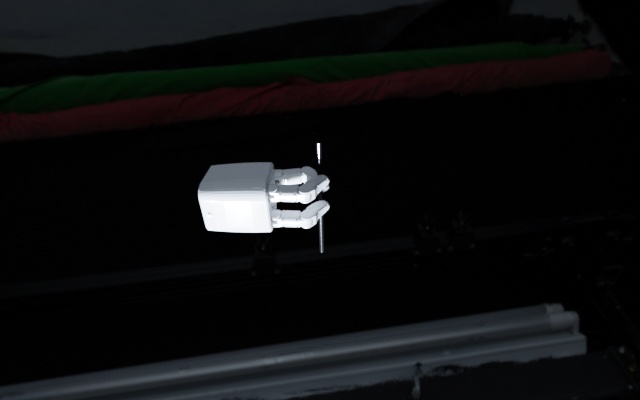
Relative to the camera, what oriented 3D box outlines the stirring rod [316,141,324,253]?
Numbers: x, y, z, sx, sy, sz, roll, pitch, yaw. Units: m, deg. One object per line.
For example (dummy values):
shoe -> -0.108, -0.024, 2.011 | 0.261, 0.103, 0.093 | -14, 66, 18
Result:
stirring rod -> 0.000, 0.003, 0.791 | 0.011, 0.240, 0.011 | -1, 42, 1
